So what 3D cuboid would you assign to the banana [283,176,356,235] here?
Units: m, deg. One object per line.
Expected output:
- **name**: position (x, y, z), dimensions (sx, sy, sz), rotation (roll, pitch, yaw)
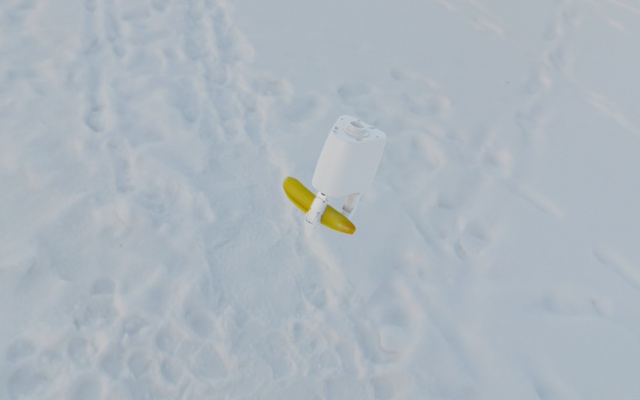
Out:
- **banana**: position (-0.016, 0.001, 0.877), dimensions (0.069, 0.037, 0.197), rotation (0, 31, -42)
